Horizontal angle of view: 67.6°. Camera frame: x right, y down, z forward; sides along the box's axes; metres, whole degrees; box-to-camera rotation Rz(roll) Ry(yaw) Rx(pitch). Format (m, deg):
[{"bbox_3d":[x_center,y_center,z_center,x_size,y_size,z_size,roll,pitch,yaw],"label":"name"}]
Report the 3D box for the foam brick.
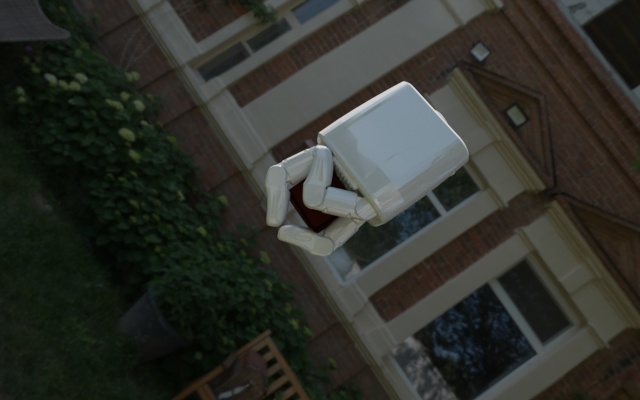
[{"bbox_3d":[0.000,0.002,0.517,0.051,0.053,0.078,-35,-4,-5],"label":"foam brick"}]
